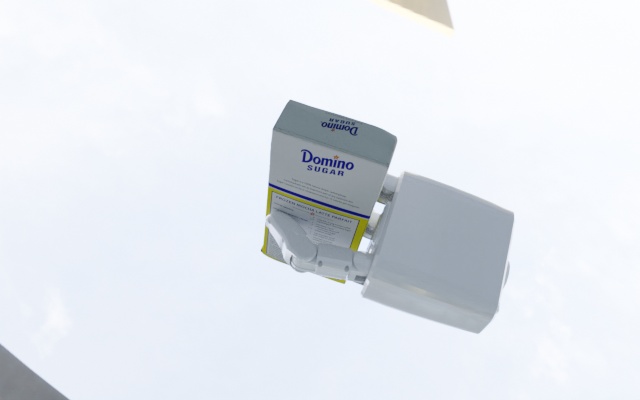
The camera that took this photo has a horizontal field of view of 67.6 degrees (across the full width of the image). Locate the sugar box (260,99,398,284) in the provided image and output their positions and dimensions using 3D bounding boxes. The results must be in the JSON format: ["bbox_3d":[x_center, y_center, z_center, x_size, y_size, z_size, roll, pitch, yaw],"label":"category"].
[{"bbox_3d":[0.000,0.001,0.424,0.093,0.048,0.176,19,-41,4],"label":"sugar box"}]
